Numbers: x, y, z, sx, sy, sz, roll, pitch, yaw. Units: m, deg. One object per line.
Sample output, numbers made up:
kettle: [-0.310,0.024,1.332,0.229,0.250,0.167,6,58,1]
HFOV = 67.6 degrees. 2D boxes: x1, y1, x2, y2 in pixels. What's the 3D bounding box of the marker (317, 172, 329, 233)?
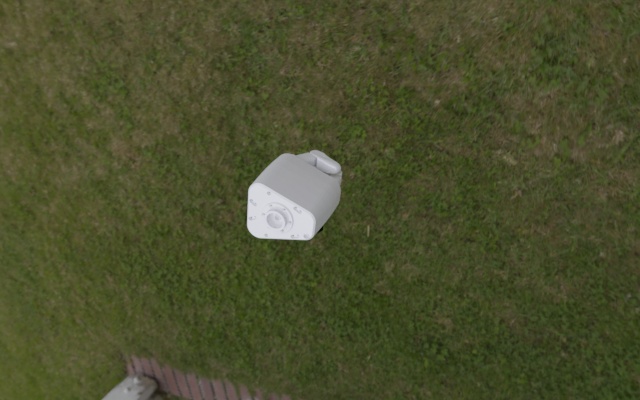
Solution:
marker: [0.000,0.003,0.804,0.020,0.121,0.020,5,31,-3]
